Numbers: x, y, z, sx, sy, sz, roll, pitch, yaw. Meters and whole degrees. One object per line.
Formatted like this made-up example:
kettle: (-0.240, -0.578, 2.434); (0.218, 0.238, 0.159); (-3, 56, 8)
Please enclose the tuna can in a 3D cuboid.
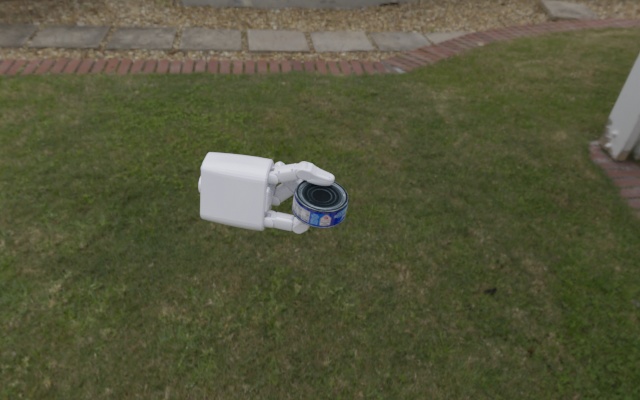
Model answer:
tuna can: (0.000, 0.002, 0.739); (0.086, 0.034, 0.086); (7, 39, -5)
